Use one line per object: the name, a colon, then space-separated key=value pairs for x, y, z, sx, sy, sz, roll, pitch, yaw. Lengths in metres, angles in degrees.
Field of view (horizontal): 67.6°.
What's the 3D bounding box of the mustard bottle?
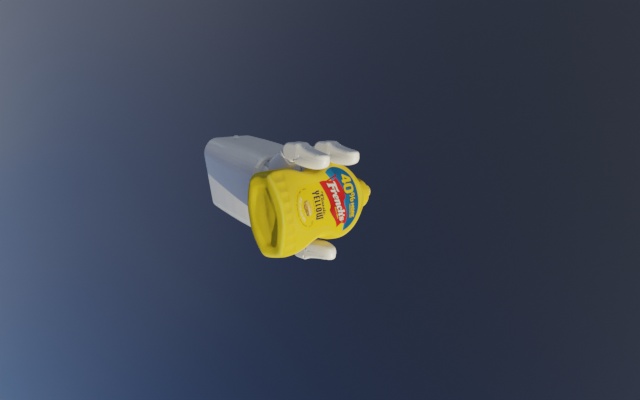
mustard bottle: x=0.000 y=0.002 z=0.584 sx=0.058 sy=0.096 sz=0.191 roll=-7 pitch=5 yaw=40
